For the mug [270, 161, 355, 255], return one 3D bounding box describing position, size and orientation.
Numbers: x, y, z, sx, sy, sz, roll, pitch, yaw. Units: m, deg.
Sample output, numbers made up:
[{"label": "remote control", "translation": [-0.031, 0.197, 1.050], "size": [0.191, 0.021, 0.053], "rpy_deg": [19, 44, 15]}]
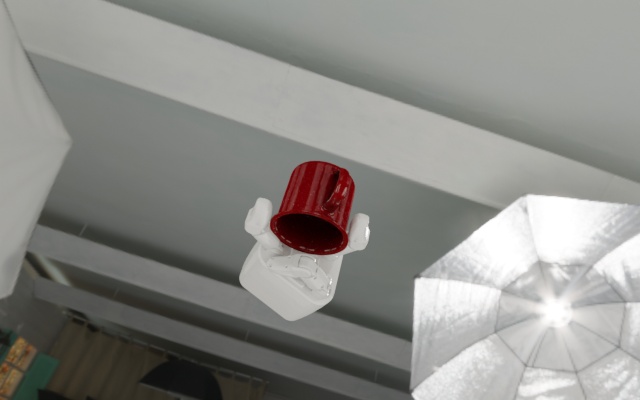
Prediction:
[{"label": "mug", "translation": [0.001, 0.001, 0.559], "size": [0.093, 0.081, 0.117], "rpy_deg": [24, -35, -13]}]
